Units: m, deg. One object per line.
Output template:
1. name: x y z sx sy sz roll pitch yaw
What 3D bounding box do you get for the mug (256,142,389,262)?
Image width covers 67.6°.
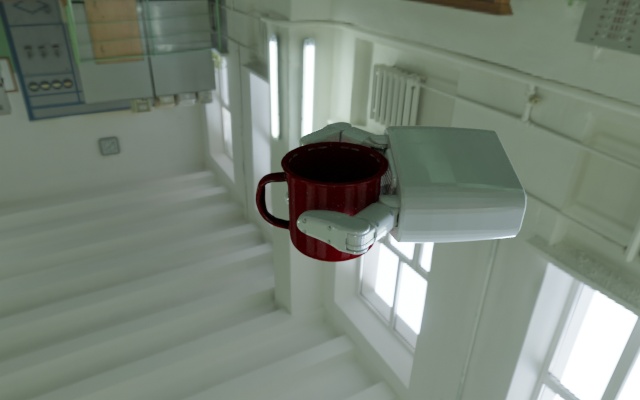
1. mug: -0.001 0.002 0.432 0.117 0.081 0.093 -1 29 -2
